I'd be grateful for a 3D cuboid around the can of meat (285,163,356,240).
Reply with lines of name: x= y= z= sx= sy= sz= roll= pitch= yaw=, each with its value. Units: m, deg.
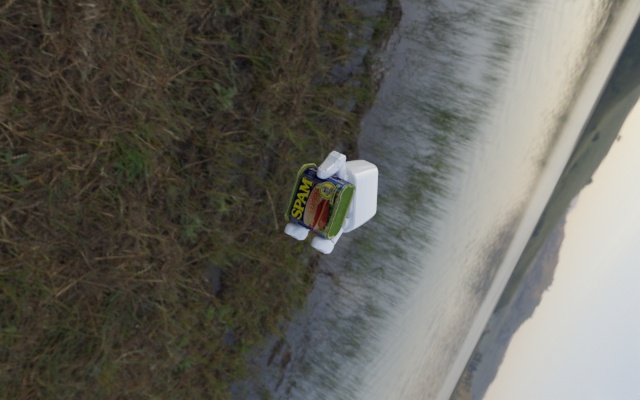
can of meat: x=0.000 y=0.003 z=0.775 sx=0.084 sy=0.102 sz=0.057 roll=26 pitch=18 yaw=23
